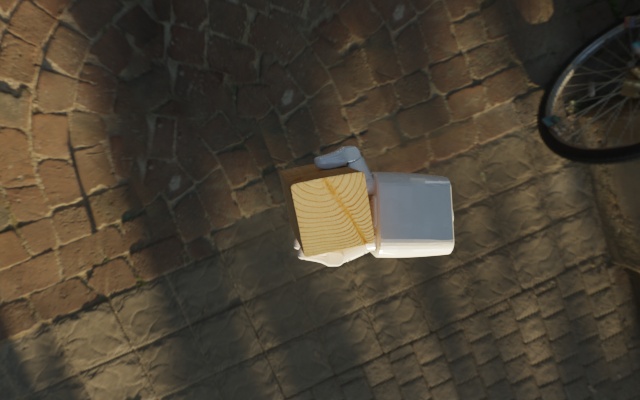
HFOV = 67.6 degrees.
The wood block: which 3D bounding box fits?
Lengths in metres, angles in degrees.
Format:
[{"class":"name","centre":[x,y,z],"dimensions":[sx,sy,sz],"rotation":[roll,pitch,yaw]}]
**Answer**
[{"class":"wood block","centre":[0.000,0.002,0.660],"dimensions":[0.090,0.091,0.206],"rotation":[-11,9,-7]}]
